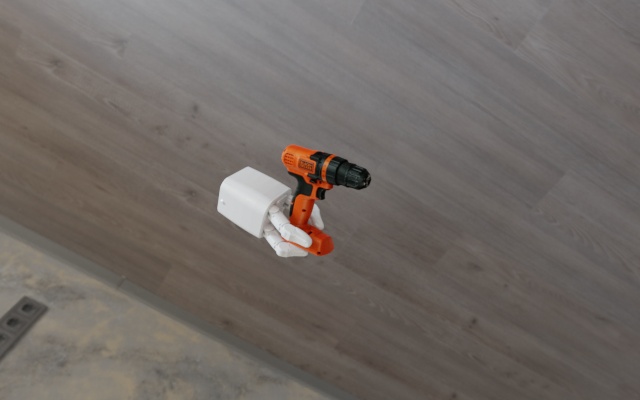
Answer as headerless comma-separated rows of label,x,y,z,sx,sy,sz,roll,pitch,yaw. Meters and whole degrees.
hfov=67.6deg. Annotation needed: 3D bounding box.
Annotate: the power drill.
power drill,0.000,0.003,0.883,0.184,0.188,0.057,22,22,32
